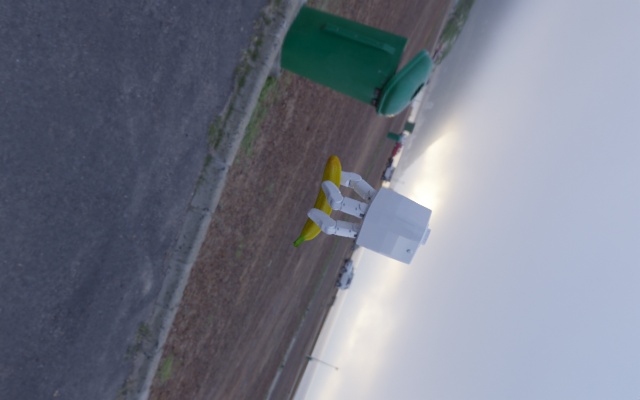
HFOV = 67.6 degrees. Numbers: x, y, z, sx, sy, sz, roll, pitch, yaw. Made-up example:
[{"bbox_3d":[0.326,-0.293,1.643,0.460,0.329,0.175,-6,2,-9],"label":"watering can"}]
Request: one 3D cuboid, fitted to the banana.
[{"bbox_3d":[0.005,0.001,0.910,0.037,0.198,0.069,26,22,12],"label":"banana"}]
